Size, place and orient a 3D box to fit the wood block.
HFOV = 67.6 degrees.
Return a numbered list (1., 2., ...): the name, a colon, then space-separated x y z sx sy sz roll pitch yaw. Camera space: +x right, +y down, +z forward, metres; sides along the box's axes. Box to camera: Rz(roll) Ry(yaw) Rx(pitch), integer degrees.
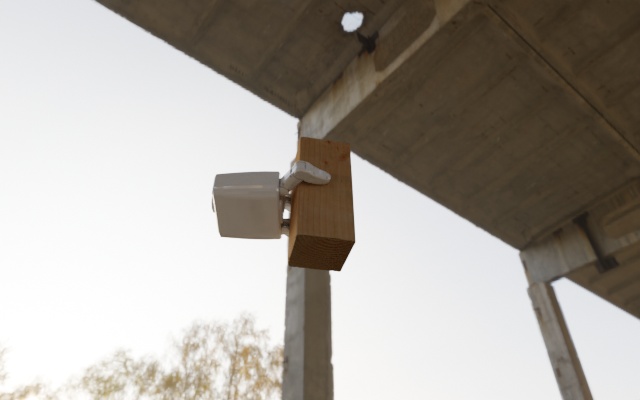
1. wood block: 0.000 0.002 0.787 0.090 0.206 0.091 8 -40 -10
